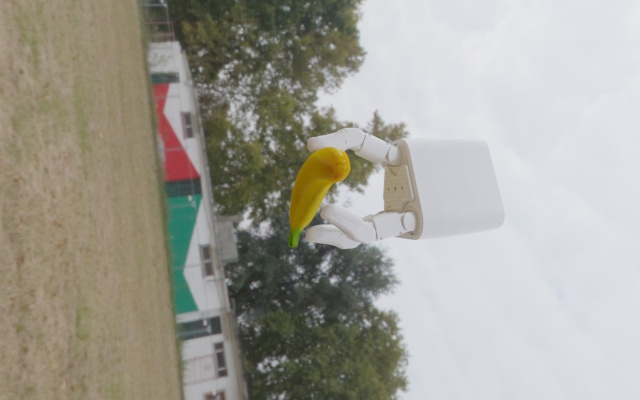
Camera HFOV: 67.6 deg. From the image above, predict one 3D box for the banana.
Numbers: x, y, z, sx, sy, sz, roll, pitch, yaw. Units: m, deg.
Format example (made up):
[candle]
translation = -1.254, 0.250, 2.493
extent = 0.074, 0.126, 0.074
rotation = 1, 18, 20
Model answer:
[banana]
translation = -0.003, -0.014, 0.515
extent = 0.037, 0.069, 0.198
rotation = 0, -26, -15
